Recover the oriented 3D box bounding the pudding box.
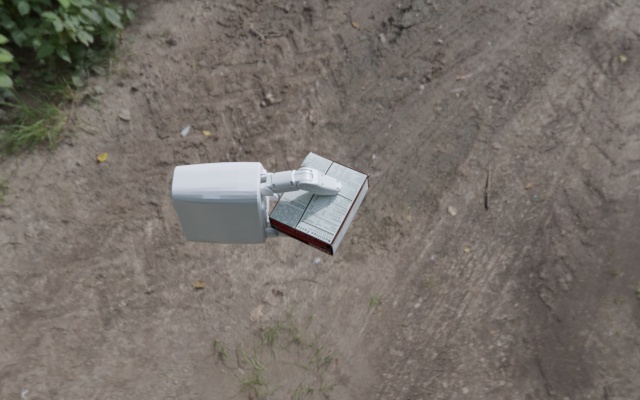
[{"bbox_3d":[0.000,0.002,0.608,0.090,0.113,0.039,24,-21,14],"label":"pudding box"}]
